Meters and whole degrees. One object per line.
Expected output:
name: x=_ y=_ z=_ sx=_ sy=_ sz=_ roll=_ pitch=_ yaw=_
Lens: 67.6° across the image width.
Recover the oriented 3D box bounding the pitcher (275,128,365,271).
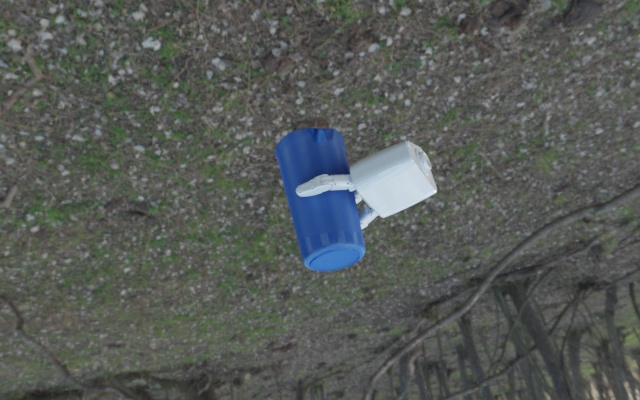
pitcher: x=0.000 y=0.003 z=0.867 sx=0.145 sy=0.242 sz=0.149 roll=-25 pitch=-30 yaw=22
